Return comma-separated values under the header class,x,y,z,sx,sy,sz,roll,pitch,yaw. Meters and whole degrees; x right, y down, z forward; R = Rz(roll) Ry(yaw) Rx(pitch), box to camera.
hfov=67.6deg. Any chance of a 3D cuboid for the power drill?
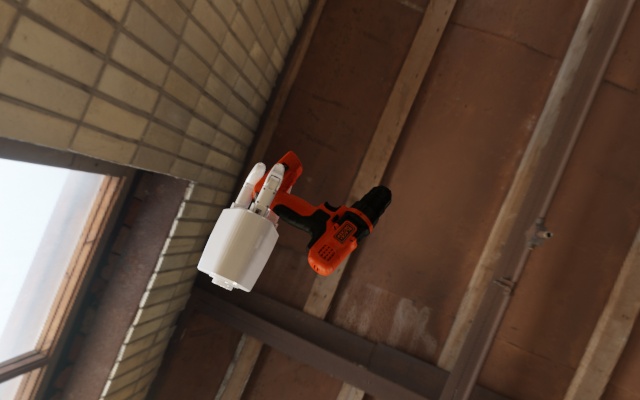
class,x,y,z,sx,sy,sz,roll,pitch,yaw
power drill,0.000,0.002,0.773,0.187,0.184,0.057,37,-25,16
